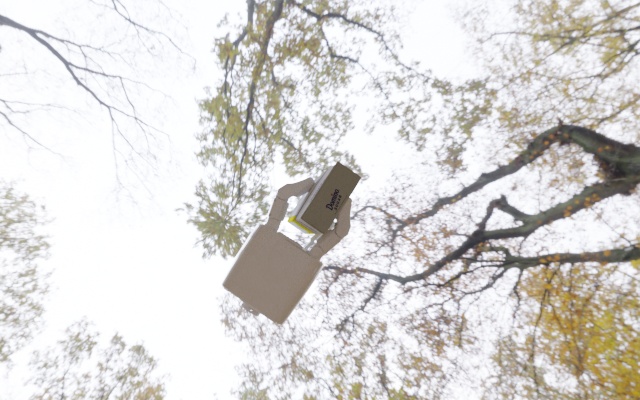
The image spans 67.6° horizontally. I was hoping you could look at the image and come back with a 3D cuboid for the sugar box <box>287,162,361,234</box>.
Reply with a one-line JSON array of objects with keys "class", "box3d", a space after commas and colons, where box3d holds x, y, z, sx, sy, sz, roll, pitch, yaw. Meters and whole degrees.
[{"class": "sugar box", "box3d": [0.000, 0.003, 0.701, 0.048, 0.093, 0.176, 34, -8, -8]}]
